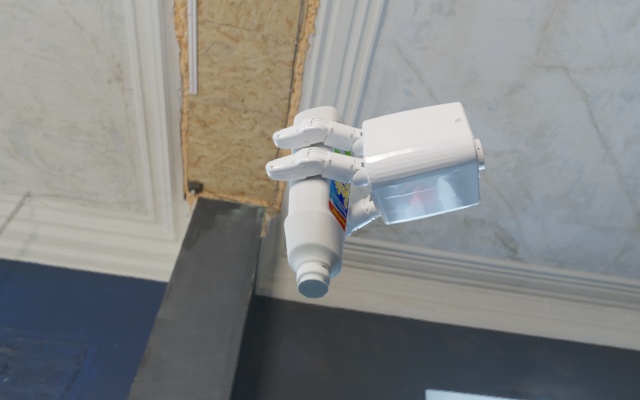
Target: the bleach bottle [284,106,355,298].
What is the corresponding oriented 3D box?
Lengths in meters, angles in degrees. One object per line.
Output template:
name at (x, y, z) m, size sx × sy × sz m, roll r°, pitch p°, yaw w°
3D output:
bleach bottle at (0.000, 0.002, 0.525) m, size 0.068 × 0.103 × 0.250 m, roll -11°, pitch 40°, yaw 13°
